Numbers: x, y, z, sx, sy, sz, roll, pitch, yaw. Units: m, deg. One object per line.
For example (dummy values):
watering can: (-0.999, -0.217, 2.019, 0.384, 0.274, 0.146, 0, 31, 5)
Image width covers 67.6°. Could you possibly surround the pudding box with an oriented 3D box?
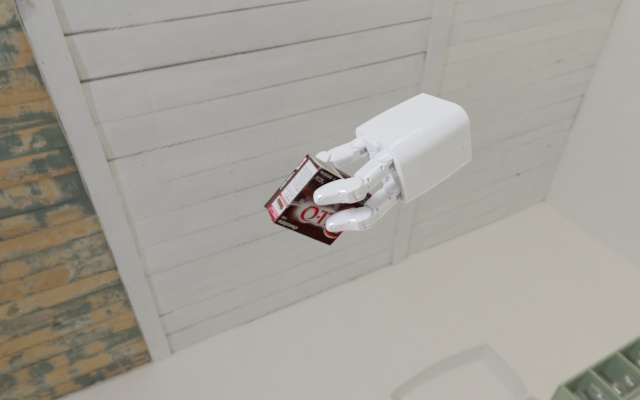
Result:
pudding box: (0.000, 0.002, 0.598, 0.113, 0.090, 0.039, 27, 19, -43)
